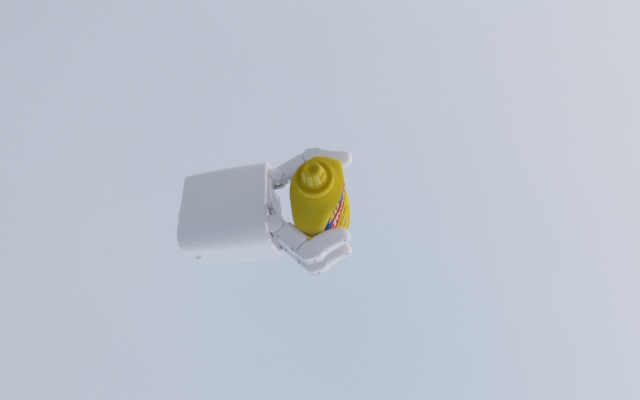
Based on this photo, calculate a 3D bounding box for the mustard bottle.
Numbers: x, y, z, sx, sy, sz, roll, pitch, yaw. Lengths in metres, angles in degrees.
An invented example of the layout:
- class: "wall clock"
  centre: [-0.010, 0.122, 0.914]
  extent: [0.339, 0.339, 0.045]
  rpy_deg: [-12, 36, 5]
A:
- class: "mustard bottle"
  centre: [0.000, 0.002, 0.565]
  extent: [0.058, 0.096, 0.192]
  rpy_deg: [16, -18, 12]
